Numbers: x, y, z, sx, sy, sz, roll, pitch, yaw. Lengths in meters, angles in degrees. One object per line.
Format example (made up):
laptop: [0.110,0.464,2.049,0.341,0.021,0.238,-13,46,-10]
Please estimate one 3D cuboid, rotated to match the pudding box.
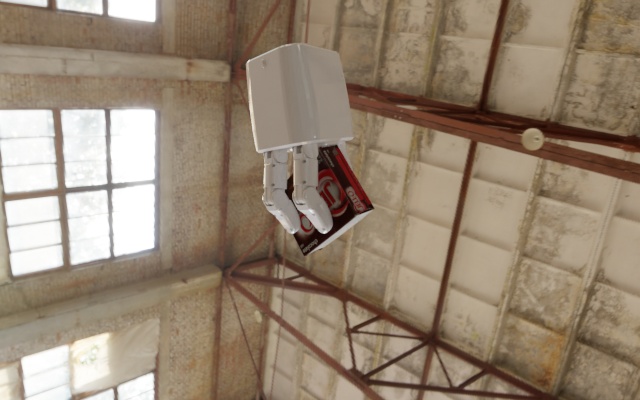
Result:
pudding box: [0.000,0.002,0.567,0.039,0.090,0.113,-16,-19,-41]
